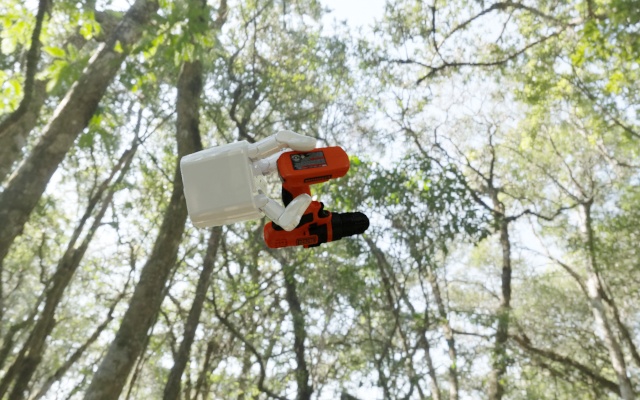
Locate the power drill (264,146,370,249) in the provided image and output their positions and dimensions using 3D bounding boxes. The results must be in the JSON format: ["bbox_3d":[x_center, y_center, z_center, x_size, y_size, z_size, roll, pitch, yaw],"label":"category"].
[{"bbox_3d":[0.000,0.002,0.761,0.184,0.188,0.057,-9,47,-13],"label":"power drill"}]
